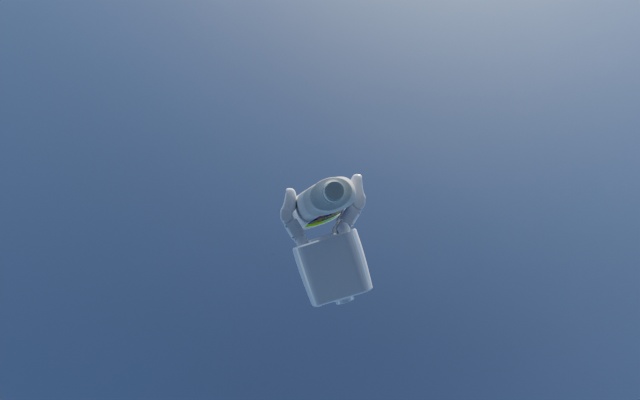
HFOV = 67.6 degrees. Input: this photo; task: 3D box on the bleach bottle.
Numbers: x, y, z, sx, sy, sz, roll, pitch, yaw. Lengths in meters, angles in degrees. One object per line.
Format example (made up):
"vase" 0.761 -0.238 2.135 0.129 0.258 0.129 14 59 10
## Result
"bleach bottle" 0.000 0.003 0.814 0.102 0.068 0.251 -18 -4 -7
